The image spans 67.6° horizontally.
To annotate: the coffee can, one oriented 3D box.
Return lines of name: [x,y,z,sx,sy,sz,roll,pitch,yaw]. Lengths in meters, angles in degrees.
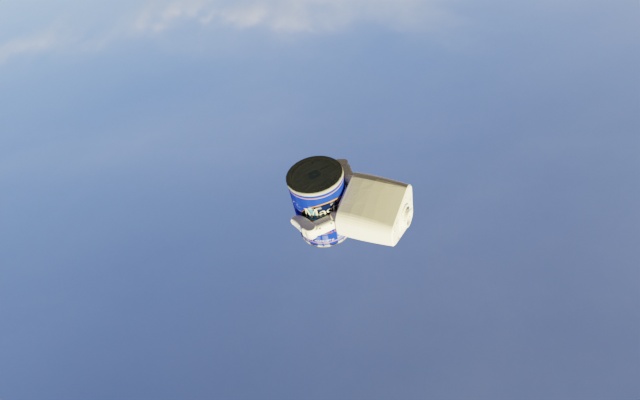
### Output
coffee can: [0.000,0.003,0.886,0.103,0.140,0.102,-7,43,6]
